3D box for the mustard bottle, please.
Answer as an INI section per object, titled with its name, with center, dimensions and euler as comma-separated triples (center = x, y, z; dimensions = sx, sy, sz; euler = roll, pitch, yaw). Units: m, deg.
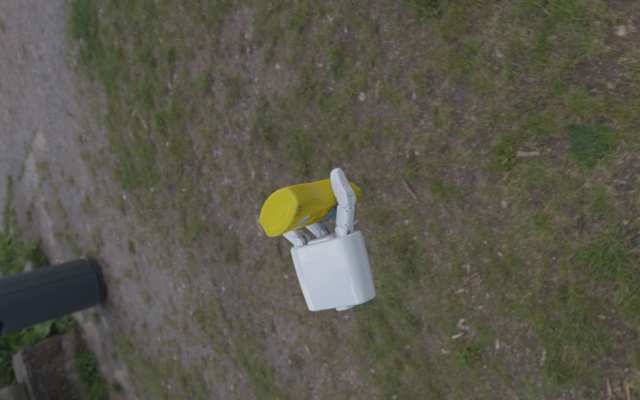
[mustard bottle]
center = 0.000, 0.002, 0.766
dimensions = 0.191, 0.058, 0.096
euler = -14, -26, -45
